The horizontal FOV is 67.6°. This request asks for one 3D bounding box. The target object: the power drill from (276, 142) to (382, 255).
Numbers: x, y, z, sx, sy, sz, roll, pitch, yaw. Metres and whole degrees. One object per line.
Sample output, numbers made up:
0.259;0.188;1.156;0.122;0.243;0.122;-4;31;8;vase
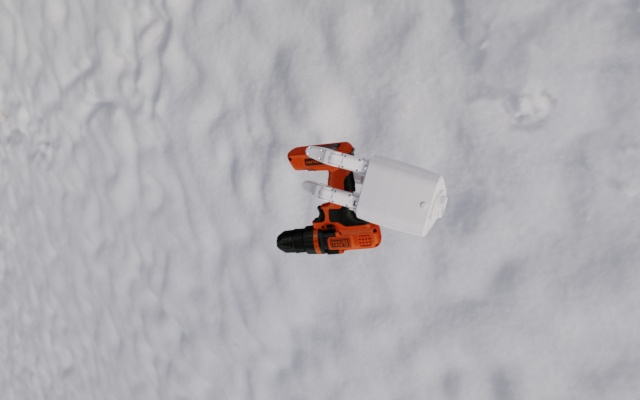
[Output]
0.000;0.002;0.795;0.184;0.188;0.057;-6;22;13;power drill
